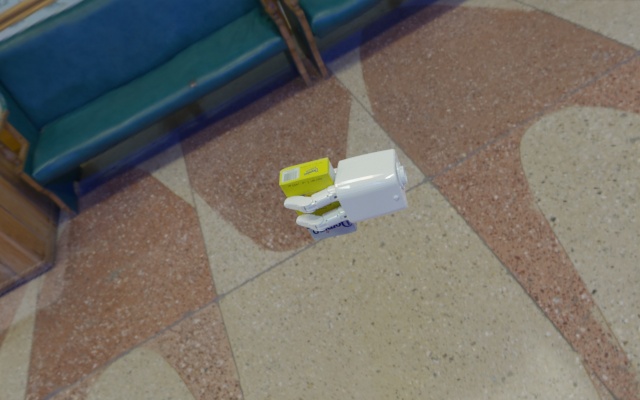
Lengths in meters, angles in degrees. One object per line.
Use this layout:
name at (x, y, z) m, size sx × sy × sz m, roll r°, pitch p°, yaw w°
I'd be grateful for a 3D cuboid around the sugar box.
sugar box at (0.000, 0.003, 0.889) m, size 0.093 × 0.048 × 0.176 m, roll -13°, pitch -45°, yaw 17°
